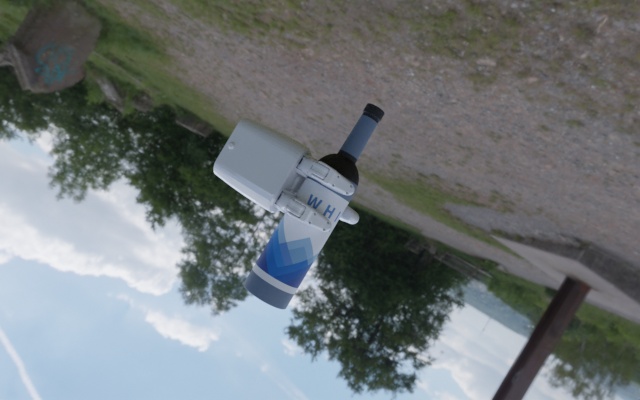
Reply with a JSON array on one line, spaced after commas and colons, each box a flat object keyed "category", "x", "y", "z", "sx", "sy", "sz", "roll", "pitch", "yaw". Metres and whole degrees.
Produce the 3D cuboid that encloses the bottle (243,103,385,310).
[{"category": "bottle", "x": 0.000, "y": 0.002, "z": 0.643, "sx": 0.069, "sy": 0.295, "sz": 0.069, "roll": 31, "pitch": -1, "yaw": 0}]
